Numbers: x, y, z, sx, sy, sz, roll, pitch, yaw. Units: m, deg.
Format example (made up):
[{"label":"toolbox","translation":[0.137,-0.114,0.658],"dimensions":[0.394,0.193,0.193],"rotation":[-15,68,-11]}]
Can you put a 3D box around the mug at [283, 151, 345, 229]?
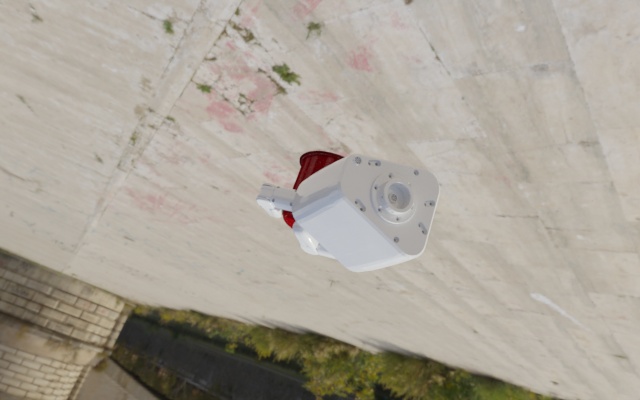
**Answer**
[{"label":"mug","translation":[-0.001,0.002,0.586],"dimensions":[0.093,0.081,0.117],"rotation":[27,-23,-16]}]
